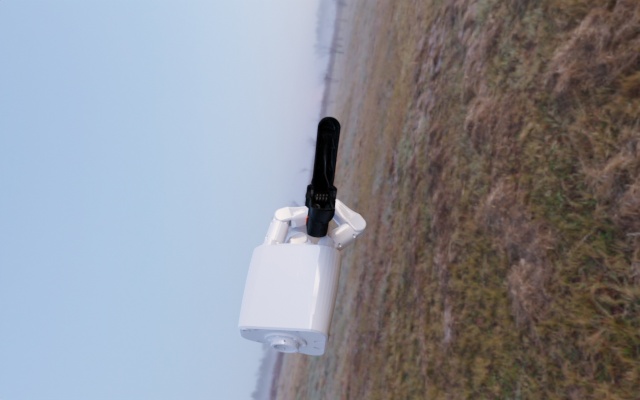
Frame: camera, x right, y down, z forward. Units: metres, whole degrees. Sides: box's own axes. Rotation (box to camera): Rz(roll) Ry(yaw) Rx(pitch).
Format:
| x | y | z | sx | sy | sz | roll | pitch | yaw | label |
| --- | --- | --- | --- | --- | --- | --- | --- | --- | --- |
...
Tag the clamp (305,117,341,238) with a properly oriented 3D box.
| x | y | z | sx | sy | sz | roll | pitch | yaw | label |
| --- | --- | --- | --- | --- | --- | --- | --- | --- | --- |
| -0.001 | 0.002 | 0.548 | 0.039 | 0.120 | 0.172 | 9 | -34 | 3 | clamp |
